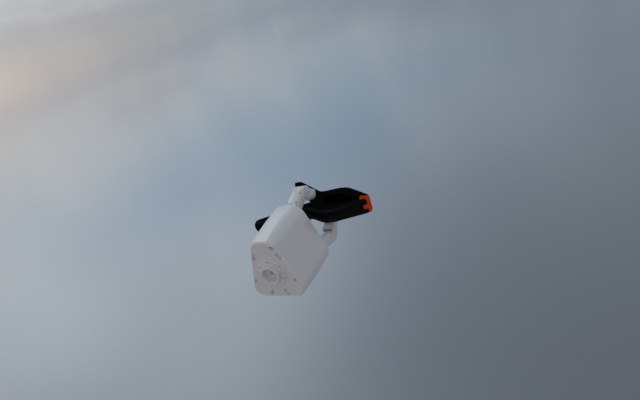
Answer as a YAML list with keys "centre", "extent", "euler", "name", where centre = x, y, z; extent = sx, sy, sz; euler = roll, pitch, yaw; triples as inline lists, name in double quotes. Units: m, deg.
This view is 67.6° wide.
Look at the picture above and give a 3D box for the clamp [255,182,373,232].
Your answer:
- centre: [0.000, 0.002, 0.884]
  extent: [0.210, 0.036, 0.164]
  euler: [-6, 28, 26]
  name: "clamp"
